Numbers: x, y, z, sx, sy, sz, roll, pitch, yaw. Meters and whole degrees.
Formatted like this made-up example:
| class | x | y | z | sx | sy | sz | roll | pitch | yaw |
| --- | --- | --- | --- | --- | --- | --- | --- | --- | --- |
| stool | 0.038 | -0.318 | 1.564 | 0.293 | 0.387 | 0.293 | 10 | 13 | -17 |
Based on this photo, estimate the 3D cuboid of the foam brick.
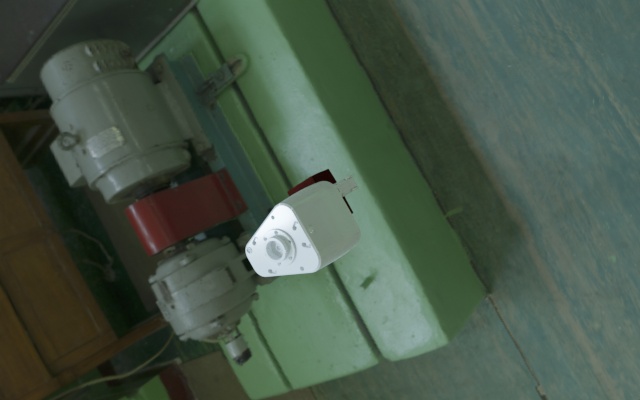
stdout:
| class | x | y | z | sx | sy | sz | roll | pitch | yaw |
| --- | --- | --- | --- | --- | --- | --- | --- | --- | --- |
| foam brick | 0.000 | 0.002 | 0.691 | 0.053 | 0.078 | 0.051 | -31 | -2 | 34 |
